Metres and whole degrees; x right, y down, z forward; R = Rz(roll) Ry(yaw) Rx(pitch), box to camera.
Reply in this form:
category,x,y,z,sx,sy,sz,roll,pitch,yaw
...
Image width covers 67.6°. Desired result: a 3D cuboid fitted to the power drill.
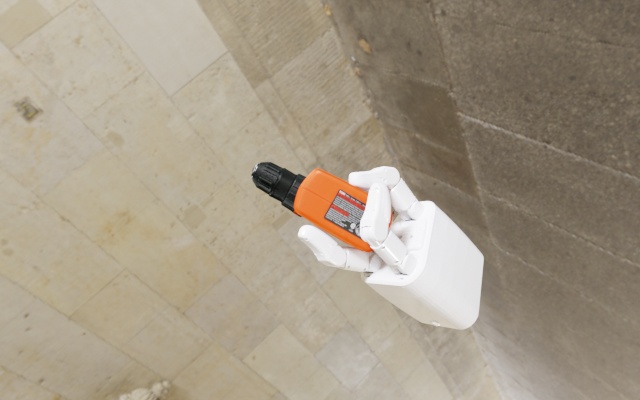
category,x,y,z,sx,sy,sz,roll,pitch,yaw
power drill,0.000,0.002,0.579,0.184,0.057,0.187,27,-2,-7
